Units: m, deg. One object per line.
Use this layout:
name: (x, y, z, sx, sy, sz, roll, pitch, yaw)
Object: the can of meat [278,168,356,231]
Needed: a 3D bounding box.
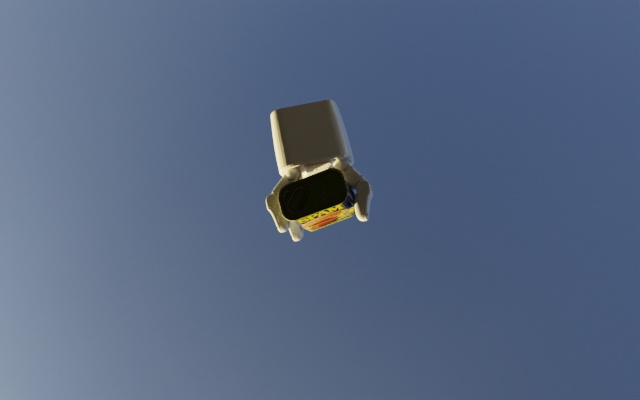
can of meat: (0.000, 0.002, 0.713, 0.102, 0.057, 0.084, -20, -21, 11)
